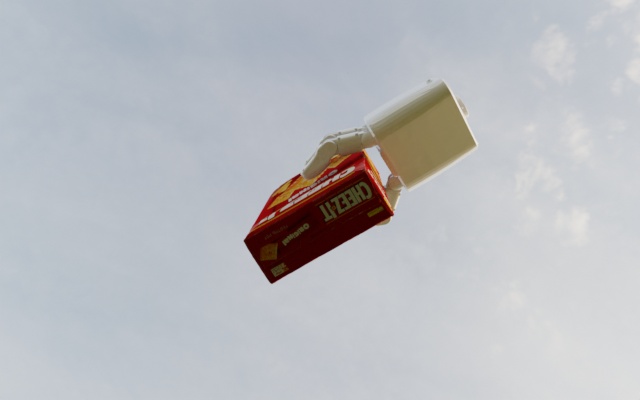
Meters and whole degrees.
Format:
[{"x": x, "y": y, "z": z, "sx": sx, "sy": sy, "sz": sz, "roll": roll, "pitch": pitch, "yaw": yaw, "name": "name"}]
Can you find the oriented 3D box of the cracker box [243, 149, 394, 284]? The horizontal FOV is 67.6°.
[{"x": 0.000, "y": 0.002, "z": 0.626, "sx": 0.164, "sy": 0.072, "sz": 0.213, "roll": -31, "pitch": 11, "yaw": 10, "name": "cracker box"}]
